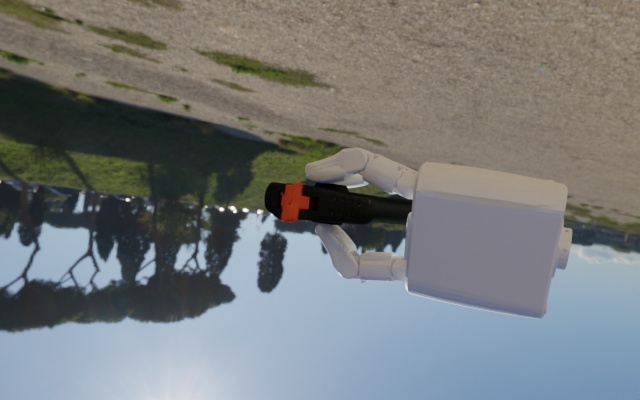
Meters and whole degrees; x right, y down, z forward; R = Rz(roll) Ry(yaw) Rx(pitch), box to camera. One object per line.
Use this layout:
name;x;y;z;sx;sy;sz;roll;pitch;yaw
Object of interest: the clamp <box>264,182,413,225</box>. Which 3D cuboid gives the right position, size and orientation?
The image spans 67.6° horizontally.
clamp;0.000;0.002;0.437;0.164;0.036;0.210;8;2;23
